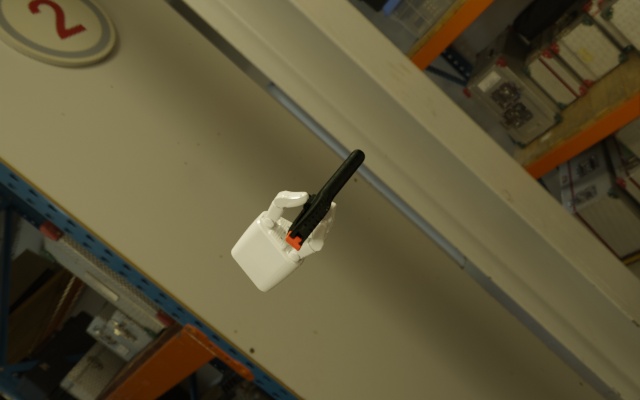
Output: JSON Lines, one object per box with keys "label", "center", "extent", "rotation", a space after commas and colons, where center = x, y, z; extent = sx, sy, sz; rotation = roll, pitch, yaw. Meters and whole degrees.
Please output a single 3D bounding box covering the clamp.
{"label": "clamp", "center": [-0.001, 0.002, 0.793], "extent": [0.165, 0.036, 0.210], "rotation": [-45, 8, 34]}
